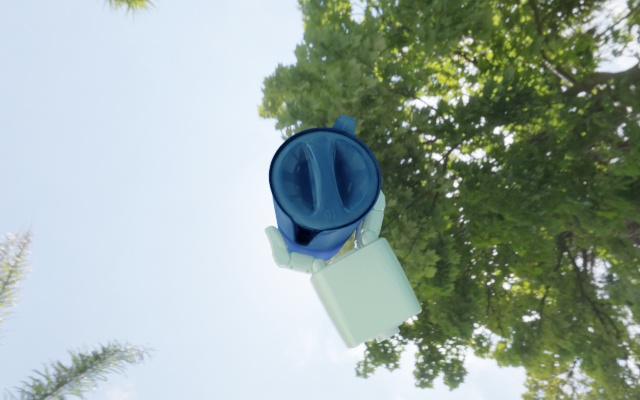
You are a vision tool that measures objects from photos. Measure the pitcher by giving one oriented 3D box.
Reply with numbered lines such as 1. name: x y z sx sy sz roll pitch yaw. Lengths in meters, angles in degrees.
1. pitcher: 0.000 0.002 0.668 0.149 0.145 0.243 -25 -16 -13
